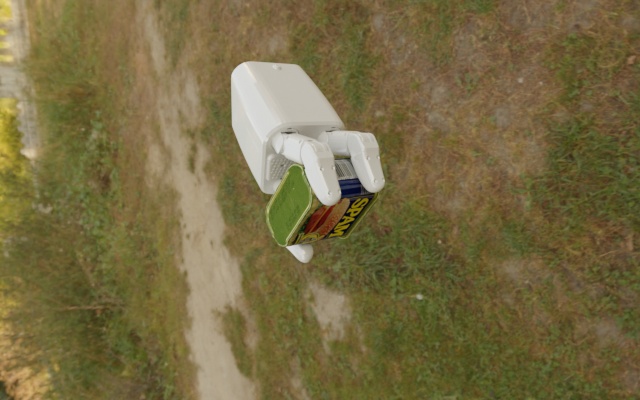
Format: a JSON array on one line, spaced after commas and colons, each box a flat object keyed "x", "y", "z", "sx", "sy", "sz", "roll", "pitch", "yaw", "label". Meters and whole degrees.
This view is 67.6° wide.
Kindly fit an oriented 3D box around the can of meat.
[{"x": 0.000, "y": 0.002, "z": 0.496, "sx": 0.084, "sy": 0.057, "sz": 0.102, "roll": -8, "pitch": -33, "yaw": -35, "label": "can of meat"}]
